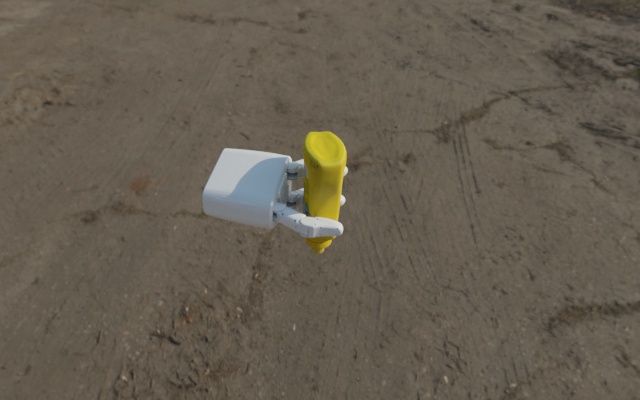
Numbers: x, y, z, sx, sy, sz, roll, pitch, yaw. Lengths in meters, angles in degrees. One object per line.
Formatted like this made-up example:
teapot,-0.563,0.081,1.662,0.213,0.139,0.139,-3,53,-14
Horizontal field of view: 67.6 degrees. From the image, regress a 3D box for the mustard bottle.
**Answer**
mustard bottle,0.000,0.002,0.706,0.058,0.192,0.096,-4,36,-12
